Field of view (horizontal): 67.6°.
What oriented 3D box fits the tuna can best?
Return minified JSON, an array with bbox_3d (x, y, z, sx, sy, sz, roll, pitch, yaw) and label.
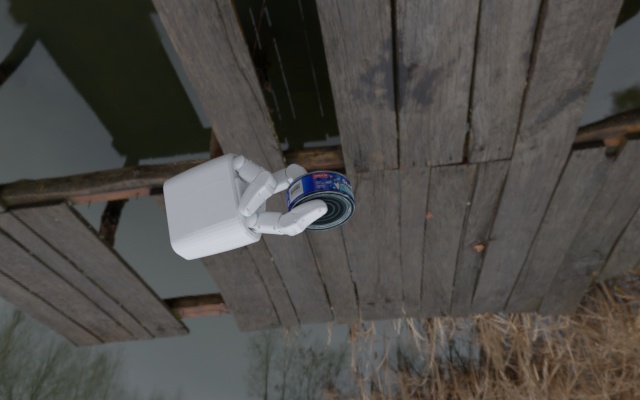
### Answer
[{"bbox_3d":[0.000,0.002,0.603,0.086,0.033,0.086,-6,-37,-5],"label":"tuna can"}]
